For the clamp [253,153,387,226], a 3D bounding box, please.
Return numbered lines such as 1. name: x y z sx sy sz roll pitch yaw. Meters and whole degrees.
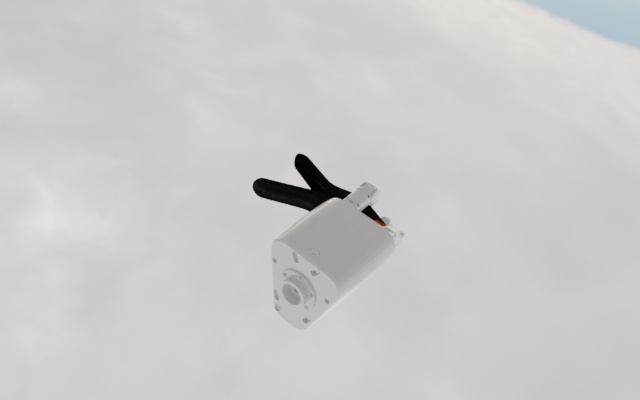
1. clamp: 0.000 0.003 0.609 0.171 0.039 0.120 35 40 21
